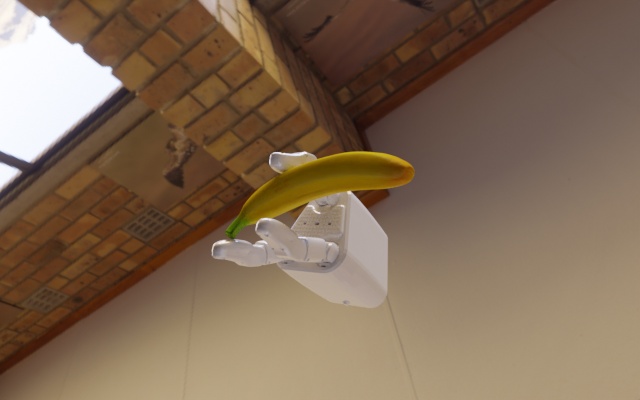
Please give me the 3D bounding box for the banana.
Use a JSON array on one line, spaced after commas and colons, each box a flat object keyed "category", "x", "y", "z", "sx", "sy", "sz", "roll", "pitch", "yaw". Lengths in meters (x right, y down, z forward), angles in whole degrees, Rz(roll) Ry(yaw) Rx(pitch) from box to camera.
[{"category": "banana", "x": -0.002, "y": -0.011, "z": 0.461, "sx": 0.198, "sy": 0.069, "sz": 0.037, "roll": -20, "pitch": -47, "yaw": 25}]
